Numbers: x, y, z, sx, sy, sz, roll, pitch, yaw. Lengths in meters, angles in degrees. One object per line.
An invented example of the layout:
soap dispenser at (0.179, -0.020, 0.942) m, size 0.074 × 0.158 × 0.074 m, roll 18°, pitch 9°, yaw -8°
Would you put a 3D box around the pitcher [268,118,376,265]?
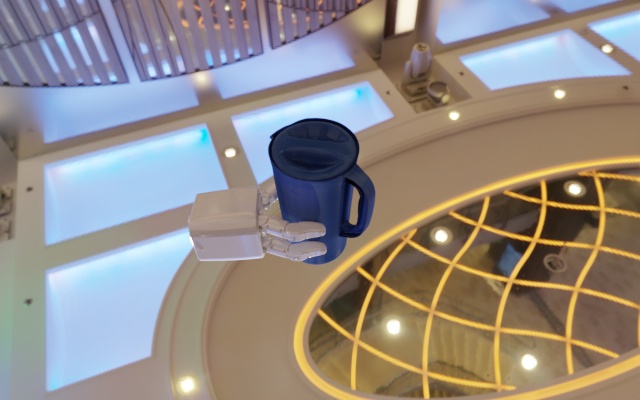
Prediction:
pitcher at (0.000, 0.003, 0.772) m, size 0.145 × 0.149 × 0.243 m, roll -7°, pitch -40°, yaw -4°
